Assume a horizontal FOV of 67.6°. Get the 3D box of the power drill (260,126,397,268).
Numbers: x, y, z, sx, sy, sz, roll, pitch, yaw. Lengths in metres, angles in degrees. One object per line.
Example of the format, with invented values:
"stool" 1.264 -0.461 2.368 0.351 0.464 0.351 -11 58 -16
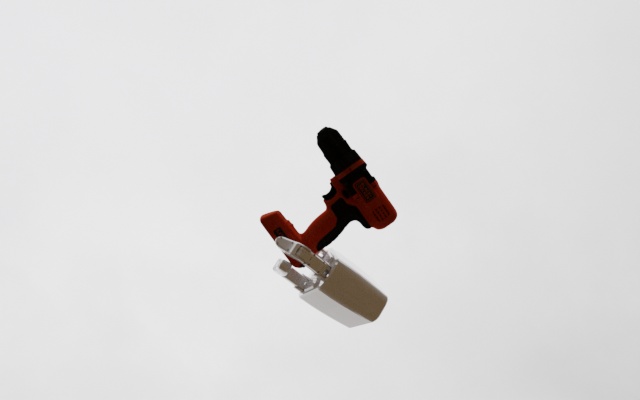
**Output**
"power drill" 0.000 0.003 0.753 0.187 0.184 0.057 -36 -2 6
